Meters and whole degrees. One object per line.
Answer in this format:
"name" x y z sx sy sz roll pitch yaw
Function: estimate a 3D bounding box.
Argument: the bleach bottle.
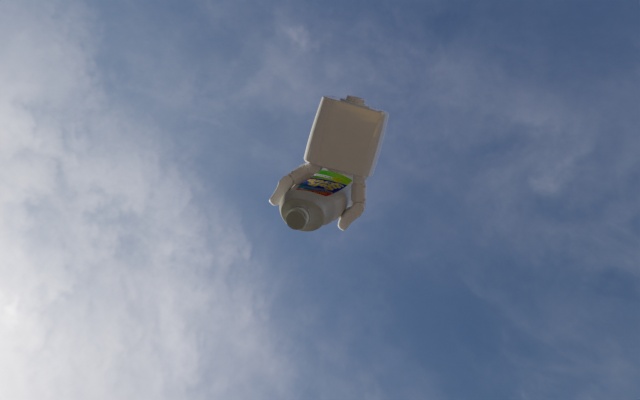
"bleach bottle" 0.000 0.003 0.783 0.102 0.068 0.250 18 16 8
